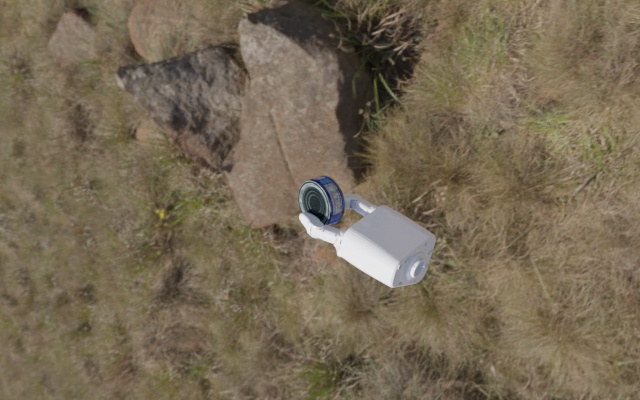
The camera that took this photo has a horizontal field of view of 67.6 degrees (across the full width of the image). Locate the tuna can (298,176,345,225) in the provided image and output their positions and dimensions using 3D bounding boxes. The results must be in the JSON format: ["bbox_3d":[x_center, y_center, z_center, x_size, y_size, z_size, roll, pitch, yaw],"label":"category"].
[{"bbox_3d":[0.000,0.003,0.813,0.033,0.086,0.086,-18,12,-39],"label":"tuna can"}]
